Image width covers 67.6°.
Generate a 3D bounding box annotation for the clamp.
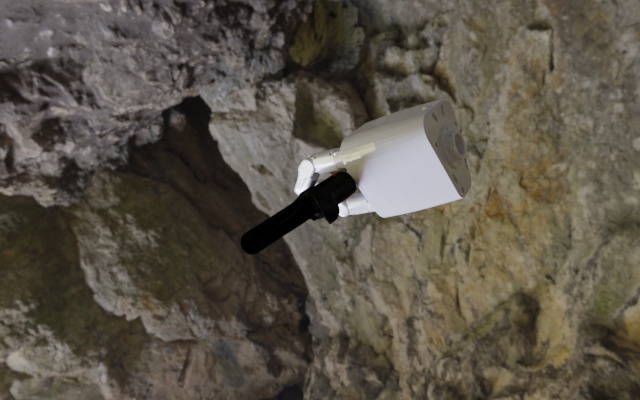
[{"bbox_3d":[0.000,0.002,0.526,0.120,0.039,0.171,-14,17,38],"label":"clamp"}]
